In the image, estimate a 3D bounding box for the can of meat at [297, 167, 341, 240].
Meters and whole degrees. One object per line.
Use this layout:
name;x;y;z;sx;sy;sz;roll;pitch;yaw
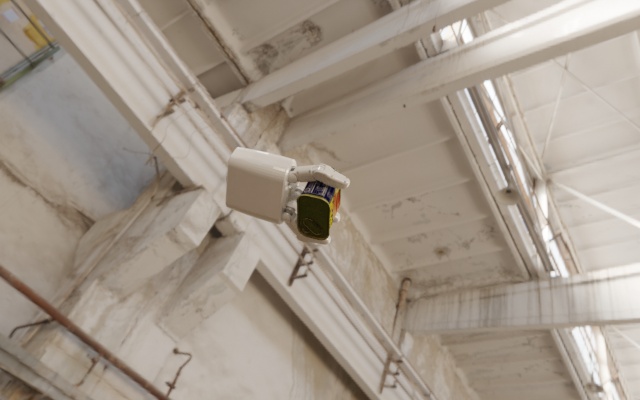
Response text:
can of meat;0.000;0.002;0.818;0.057;0.102;0.084;13;46;12
